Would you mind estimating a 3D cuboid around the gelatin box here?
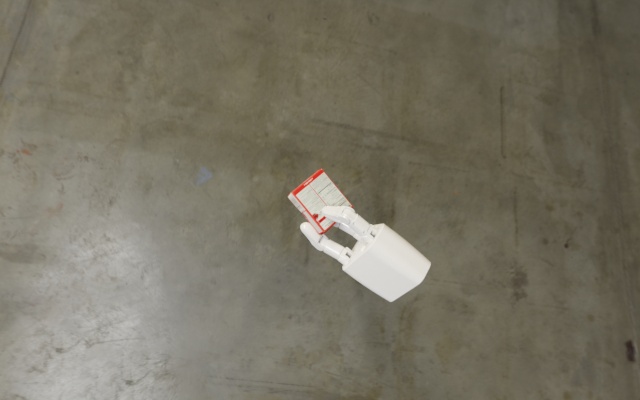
[{"bbox_3d":[0.000,0.002,0.817,0.073,0.089,0.030,-41,3,-24],"label":"gelatin box"}]
